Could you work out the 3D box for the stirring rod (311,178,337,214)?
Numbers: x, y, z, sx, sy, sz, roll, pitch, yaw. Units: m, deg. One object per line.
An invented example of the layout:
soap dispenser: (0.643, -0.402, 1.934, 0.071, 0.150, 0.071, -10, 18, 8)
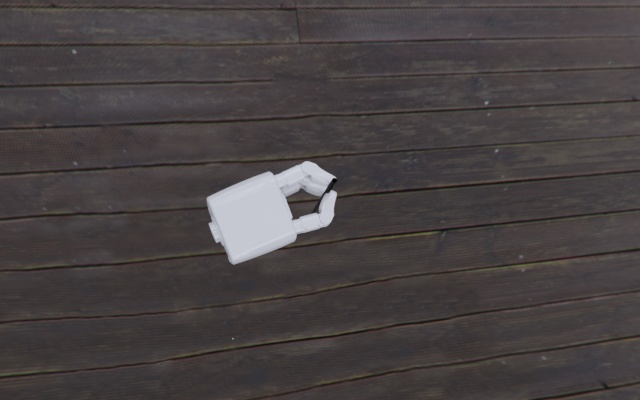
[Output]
stirring rod: (0.000, 0.003, 0.828, 0.011, 0.011, 0.239, 0, -16, -10)
